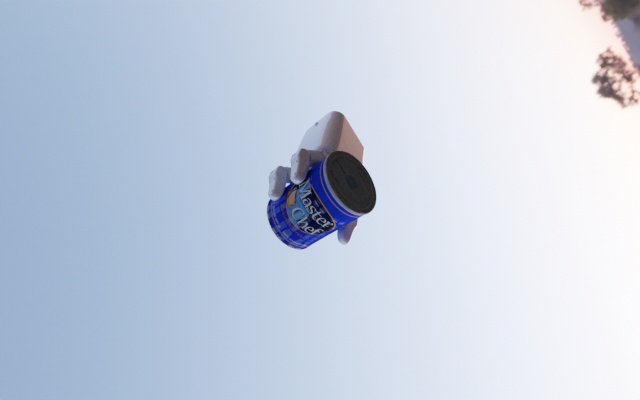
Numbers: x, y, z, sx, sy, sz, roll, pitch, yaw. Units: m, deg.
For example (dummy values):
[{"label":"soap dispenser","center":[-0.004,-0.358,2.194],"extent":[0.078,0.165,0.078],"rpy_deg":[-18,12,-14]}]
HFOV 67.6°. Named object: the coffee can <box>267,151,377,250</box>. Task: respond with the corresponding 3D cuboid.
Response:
[{"label":"coffee can","center":[0.000,0.002,0.729],"extent":[0.103,0.102,0.140],"rpy_deg":[0,-25,-47]}]
